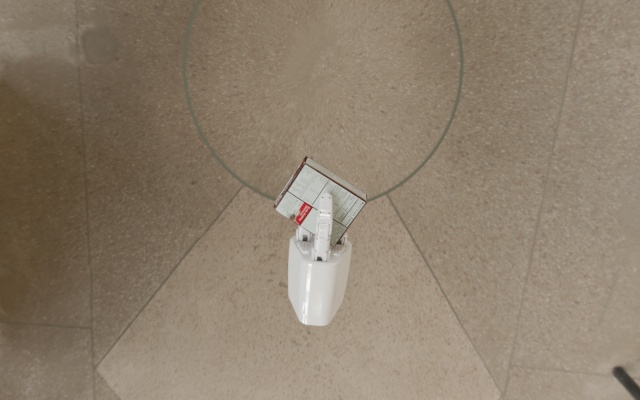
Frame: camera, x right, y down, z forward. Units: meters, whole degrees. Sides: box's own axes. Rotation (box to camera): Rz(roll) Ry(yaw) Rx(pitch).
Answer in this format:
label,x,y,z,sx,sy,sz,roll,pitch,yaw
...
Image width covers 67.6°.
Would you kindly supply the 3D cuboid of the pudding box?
label,x,y,z,sx,sy,sz,roll,pitch,yaw
pudding box,0.000,0.002,0.710,0.113,0.090,0.039,32,17,-10
